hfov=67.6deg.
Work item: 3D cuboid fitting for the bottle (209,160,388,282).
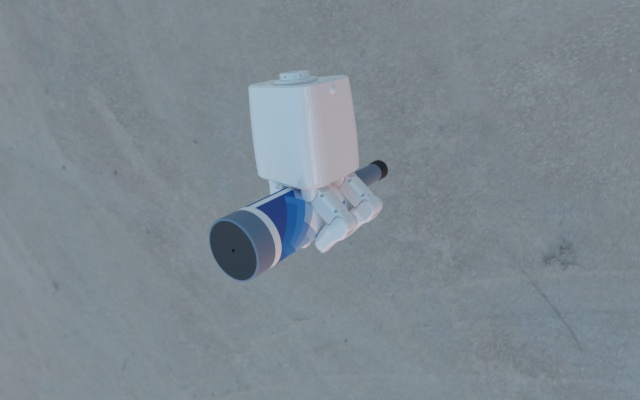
[{"bbox_3d":[0.000,0.002,0.568,0.069,0.069,0.295,0,18,37],"label":"bottle"}]
